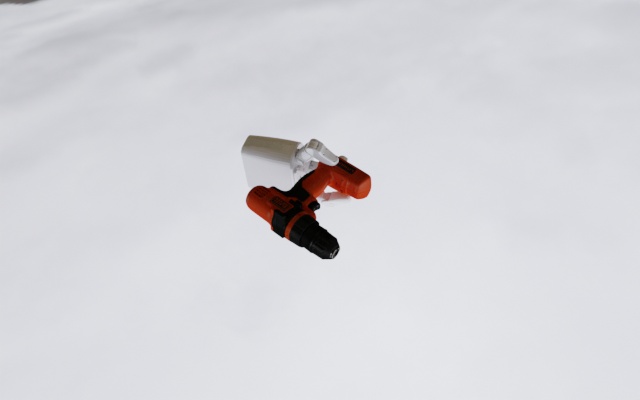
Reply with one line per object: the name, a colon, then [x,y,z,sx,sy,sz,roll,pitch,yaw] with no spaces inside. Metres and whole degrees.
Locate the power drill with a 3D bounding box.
power drill: [0.000,0.002,0.785,0.184,0.057,0.187,34,47,26]
